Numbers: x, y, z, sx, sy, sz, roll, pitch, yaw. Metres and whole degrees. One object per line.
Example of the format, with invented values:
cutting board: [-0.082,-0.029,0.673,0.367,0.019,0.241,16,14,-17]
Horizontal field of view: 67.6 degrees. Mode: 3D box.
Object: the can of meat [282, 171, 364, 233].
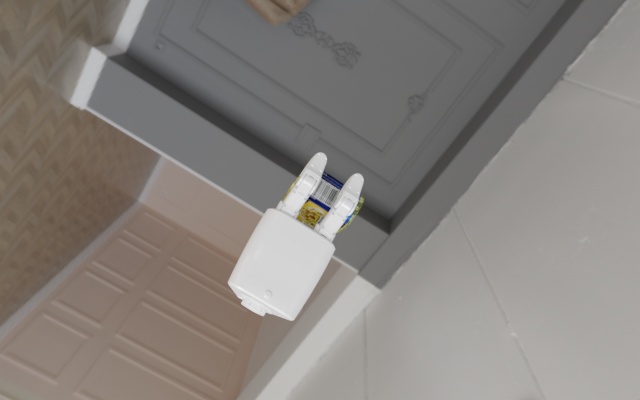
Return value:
can of meat: [0.000,0.002,0.651,0.084,0.057,0.102,33,-22,-9]
